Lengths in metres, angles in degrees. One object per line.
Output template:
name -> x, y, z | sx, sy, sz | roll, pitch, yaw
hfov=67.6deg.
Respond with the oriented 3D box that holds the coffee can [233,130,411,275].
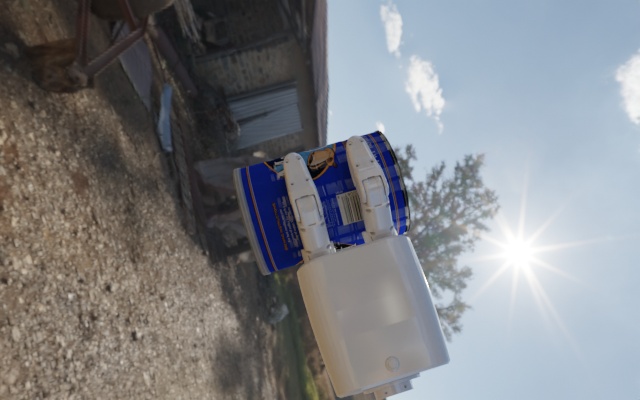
coffee can -> 0.000, 0.001, 0.450 | 0.140, 0.103, 0.103 | -16, 1, -4
